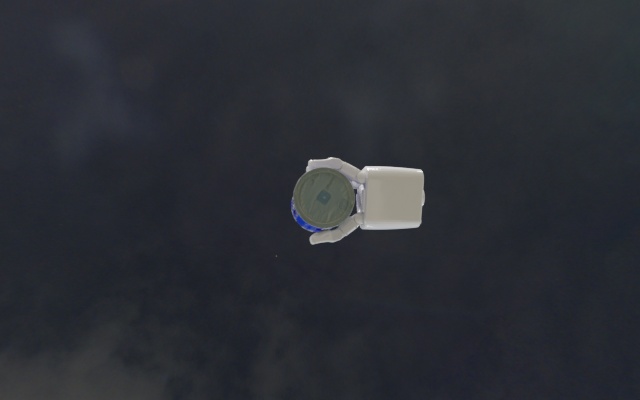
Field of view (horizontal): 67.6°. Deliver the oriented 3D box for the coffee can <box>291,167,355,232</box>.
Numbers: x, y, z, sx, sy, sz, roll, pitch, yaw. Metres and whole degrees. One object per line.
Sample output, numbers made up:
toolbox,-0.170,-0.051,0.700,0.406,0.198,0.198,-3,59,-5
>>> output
coffee can,0.000,0.003,0.859,0.103,0.103,0.140,0,-7,-5
